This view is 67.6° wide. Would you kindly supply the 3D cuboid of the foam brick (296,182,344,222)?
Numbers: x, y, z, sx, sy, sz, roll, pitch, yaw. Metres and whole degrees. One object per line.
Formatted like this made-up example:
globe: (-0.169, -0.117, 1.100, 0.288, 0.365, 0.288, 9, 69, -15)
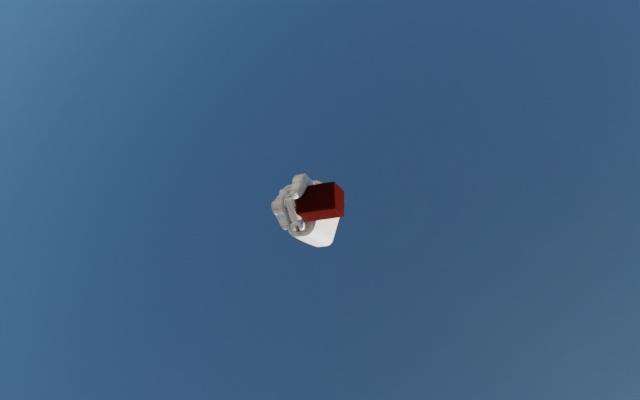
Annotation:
foam brick: (0.000, 0.003, 0.876, 0.078, 0.053, 0.051, -8, -23, 23)
